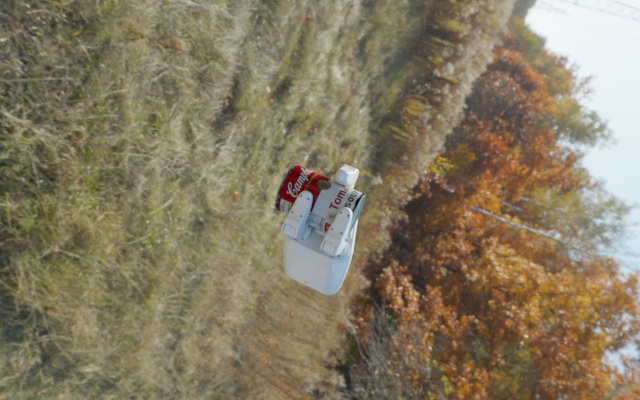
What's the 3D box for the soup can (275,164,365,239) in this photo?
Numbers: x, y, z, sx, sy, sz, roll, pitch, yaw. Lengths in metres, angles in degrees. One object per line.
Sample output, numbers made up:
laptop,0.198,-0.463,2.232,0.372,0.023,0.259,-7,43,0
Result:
soup can,0.000,0.002,0.636,0.102,0.068,0.068,24,5,12
